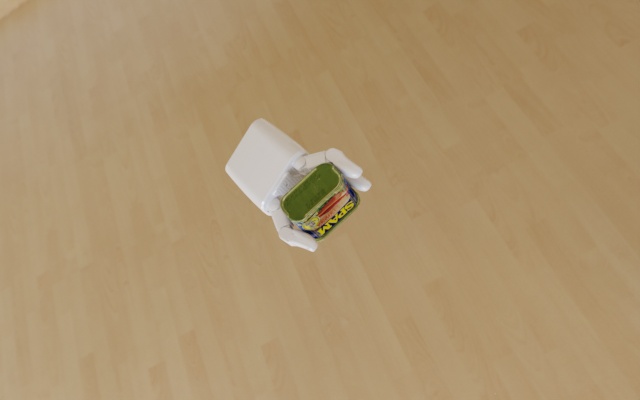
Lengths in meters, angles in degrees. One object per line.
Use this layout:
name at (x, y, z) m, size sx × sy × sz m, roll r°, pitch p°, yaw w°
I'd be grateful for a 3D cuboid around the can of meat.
can of meat at (0.000, 0.002, 0.695) m, size 0.057 × 0.102 × 0.084 m, roll 47°, pitch 0°, yaw 30°
